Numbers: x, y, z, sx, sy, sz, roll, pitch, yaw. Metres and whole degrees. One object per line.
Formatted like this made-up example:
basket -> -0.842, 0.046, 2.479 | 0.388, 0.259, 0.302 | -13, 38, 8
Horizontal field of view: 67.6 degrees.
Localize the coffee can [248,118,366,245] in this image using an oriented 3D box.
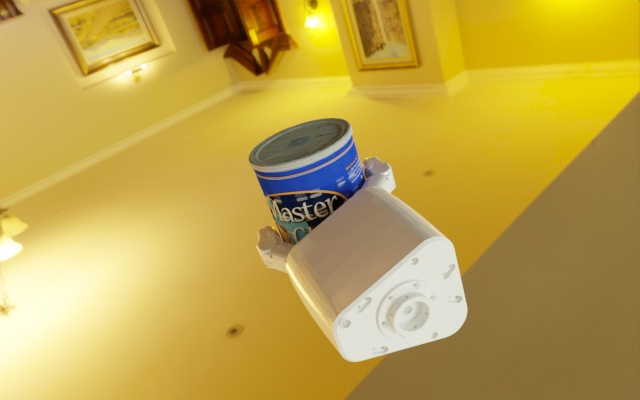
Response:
coffee can -> 0.000, 0.001, 0.484 | 0.103, 0.140, 0.102 | -16, 26, 8
